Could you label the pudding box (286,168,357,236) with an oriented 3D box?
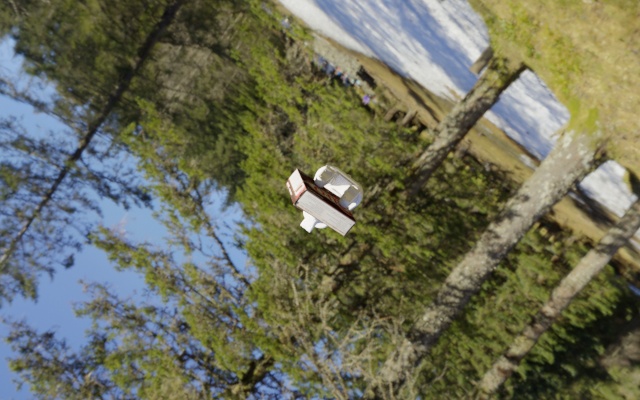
[{"bbox_3d":[0.000,0.003,0.809,0.113,0.039,0.090,31,14,-25],"label":"pudding box"}]
